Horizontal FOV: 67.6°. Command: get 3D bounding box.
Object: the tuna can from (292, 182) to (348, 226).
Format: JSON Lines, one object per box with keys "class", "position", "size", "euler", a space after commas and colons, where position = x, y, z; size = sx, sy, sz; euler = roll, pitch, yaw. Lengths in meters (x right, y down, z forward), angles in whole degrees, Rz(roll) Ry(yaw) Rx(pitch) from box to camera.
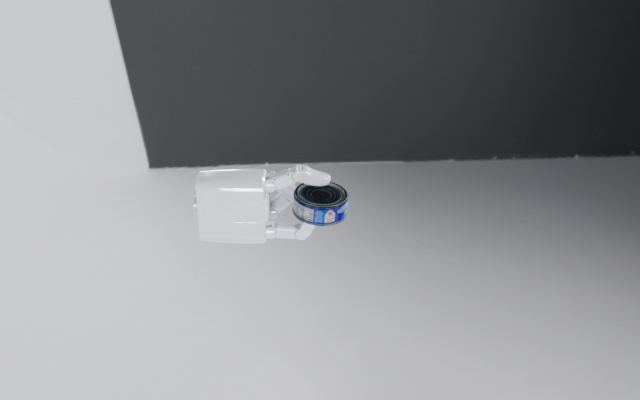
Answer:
{"class": "tuna can", "position": [0.000, 0.002, 0.736], "size": [0.086, 0.034, 0.086], "euler": [3, 30, -2]}
